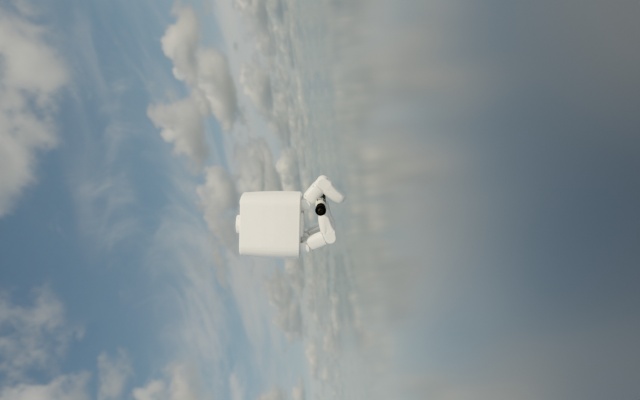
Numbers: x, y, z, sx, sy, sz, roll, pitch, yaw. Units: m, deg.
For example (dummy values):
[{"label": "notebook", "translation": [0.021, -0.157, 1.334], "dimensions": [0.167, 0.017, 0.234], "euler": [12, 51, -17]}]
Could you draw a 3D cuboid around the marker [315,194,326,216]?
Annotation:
[{"label": "marker", "translation": [0.000, 0.003, 0.836], "dimensions": [0.020, 0.020, 0.121], "euler": [0, 15, 0]}]
